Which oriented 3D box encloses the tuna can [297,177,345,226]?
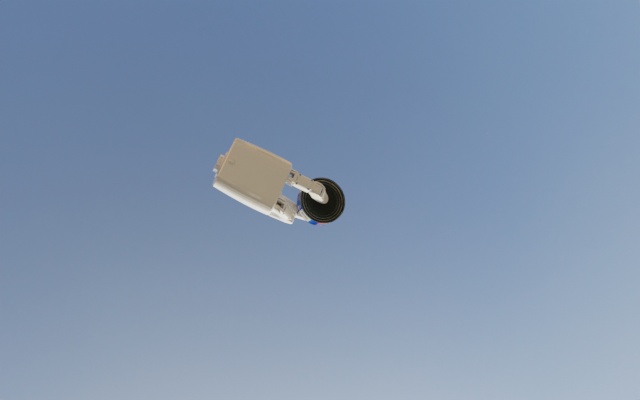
[{"bbox_3d":[0.000,0.003,0.883,0.086,0.086,0.034,0,-12,-18],"label":"tuna can"}]
